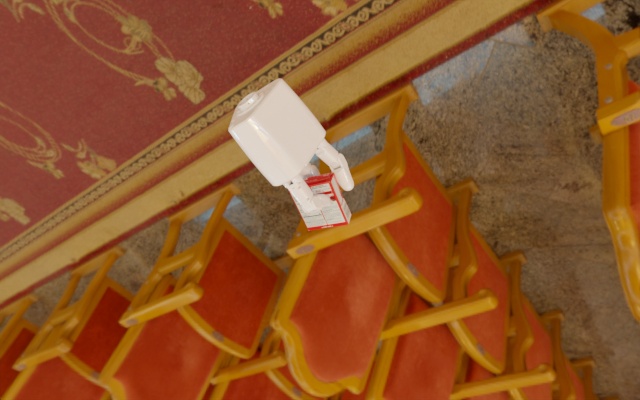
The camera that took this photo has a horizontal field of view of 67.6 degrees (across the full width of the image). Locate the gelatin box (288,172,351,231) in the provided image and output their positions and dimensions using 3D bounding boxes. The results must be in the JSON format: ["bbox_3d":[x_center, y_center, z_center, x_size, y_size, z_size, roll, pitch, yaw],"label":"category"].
[{"bbox_3d":[0.000,0.003,0.764,0.073,0.089,0.030,-11,32,24],"label":"gelatin box"}]
